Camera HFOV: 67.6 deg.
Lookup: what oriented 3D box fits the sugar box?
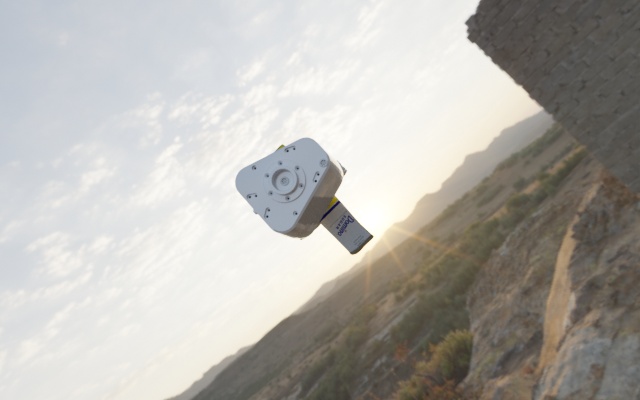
[{"bbox_3d":[0.000,0.003,0.682,0.048,0.176,0.093,-43,-10,2],"label":"sugar box"}]
